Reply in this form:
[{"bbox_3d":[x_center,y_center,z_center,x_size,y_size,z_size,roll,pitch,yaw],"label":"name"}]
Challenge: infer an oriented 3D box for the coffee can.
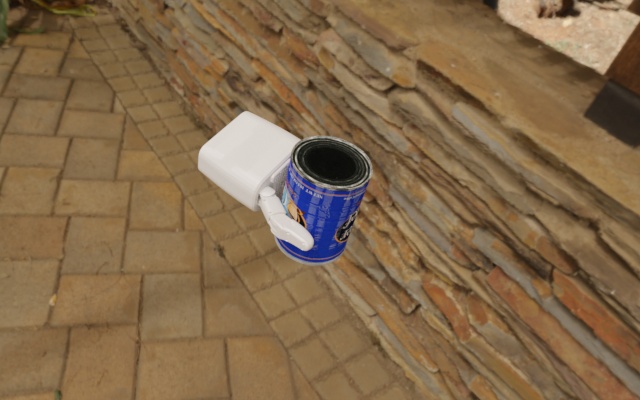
[{"bbox_3d":[0.000,0.002,0.624,0.103,0.140,0.102,9,42,-8],"label":"coffee can"}]
